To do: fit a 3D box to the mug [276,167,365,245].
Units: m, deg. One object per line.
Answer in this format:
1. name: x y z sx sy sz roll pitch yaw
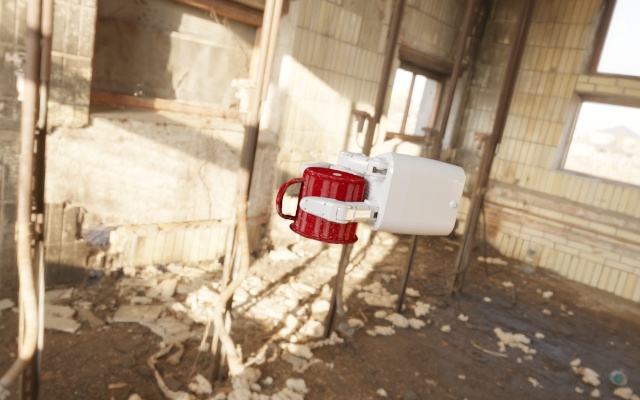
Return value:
1. mug: -0.001 0.002 0.613 0.117 0.081 0.093 7 12 -17
